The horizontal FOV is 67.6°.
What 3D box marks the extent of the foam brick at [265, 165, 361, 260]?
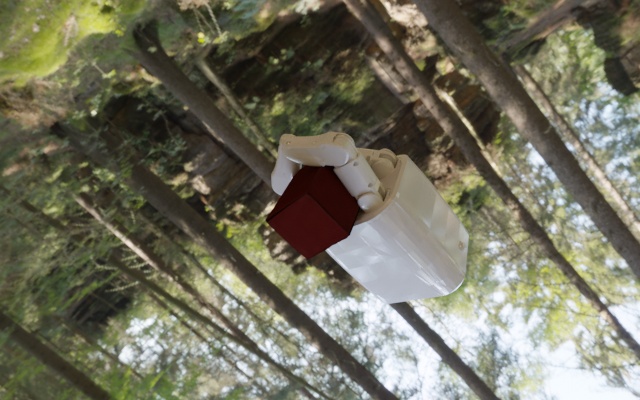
[{"bbox_3d":[0.000,0.001,0.408,0.053,0.051,0.078,-32,18,35],"label":"foam brick"}]
